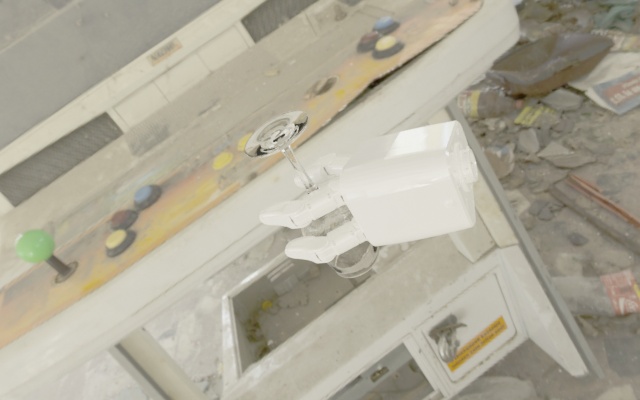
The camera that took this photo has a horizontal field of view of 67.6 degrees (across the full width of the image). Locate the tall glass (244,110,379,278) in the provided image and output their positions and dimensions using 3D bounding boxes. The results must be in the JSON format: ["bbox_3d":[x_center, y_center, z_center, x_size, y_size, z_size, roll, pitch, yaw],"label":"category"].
[{"bbox_3d":[0.000,0.001,0.535,0.079,0.201,0.079,-21,35,16],"label":"tall glass"}]
